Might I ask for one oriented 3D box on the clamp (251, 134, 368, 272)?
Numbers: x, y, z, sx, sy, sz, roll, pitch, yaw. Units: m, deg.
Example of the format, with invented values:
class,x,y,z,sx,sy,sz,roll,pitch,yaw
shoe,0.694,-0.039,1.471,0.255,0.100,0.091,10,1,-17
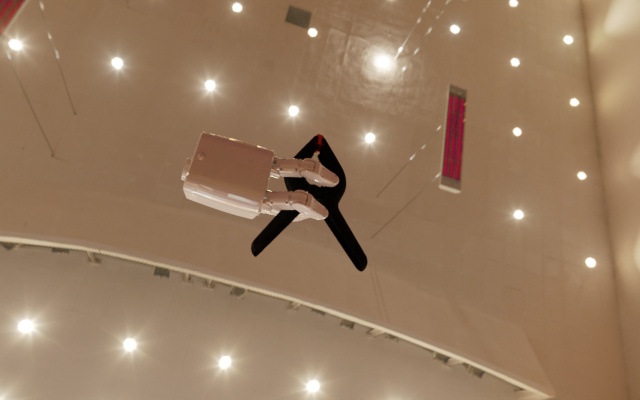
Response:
class,x,y,z,sx,sy,sz,roll,pitch,yaw
clamp,0.000,0.002,0.696,0.164,0.210,0.036,17,-27,-12
